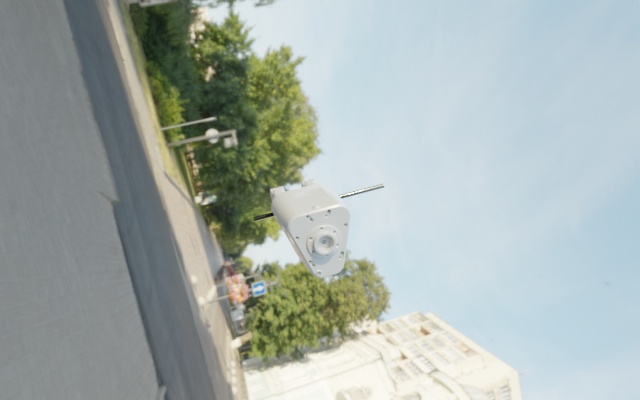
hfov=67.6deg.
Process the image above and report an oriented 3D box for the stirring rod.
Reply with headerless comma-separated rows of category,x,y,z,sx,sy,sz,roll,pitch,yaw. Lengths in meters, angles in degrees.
stirring rod,0.000,0.003,0.838,0.239,0.011,0.011,-15,3,-12
